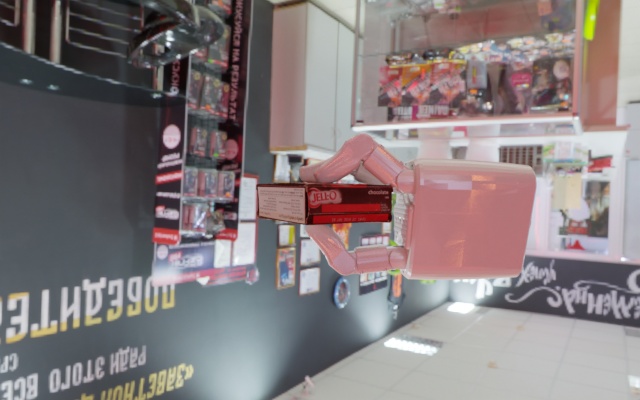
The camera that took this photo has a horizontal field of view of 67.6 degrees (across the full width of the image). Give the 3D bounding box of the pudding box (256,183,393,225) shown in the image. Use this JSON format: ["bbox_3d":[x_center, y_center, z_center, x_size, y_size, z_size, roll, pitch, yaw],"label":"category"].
[{"bbox_3d":[0.000,0.002,0.454,0.090,0.039,0.113,1,0,-30],"label":"pudding box"}]
